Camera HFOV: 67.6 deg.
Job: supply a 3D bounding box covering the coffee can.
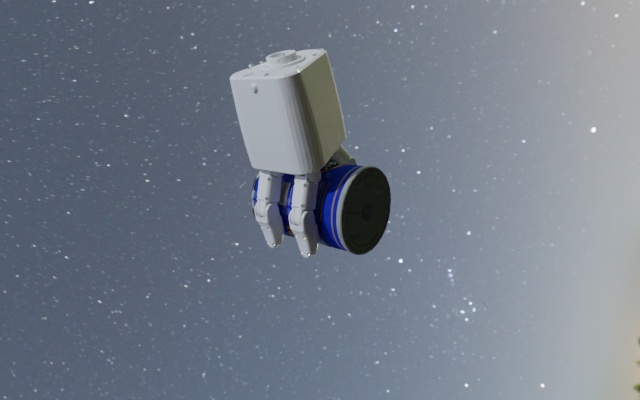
[{"bbox_3d":[0.000,0.002,0.586,0.140,0.103,0.103,11,7,38],"label":"coffee can"}]
